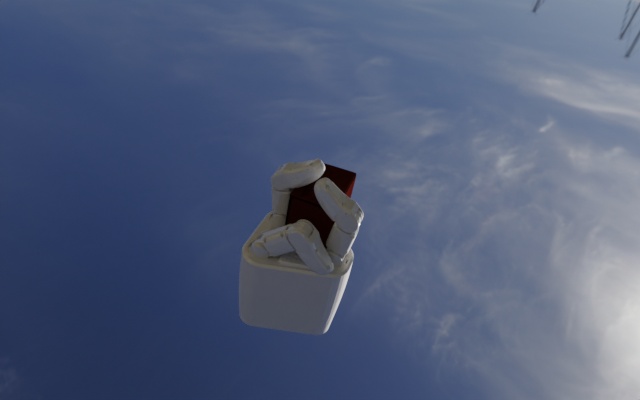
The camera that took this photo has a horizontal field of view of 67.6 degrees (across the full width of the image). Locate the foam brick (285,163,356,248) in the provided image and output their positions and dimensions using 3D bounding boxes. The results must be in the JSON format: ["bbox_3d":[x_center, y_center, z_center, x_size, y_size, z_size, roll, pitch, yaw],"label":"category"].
[{"bbox_3d":[0.000,0.002,0.519,0.053,0.051,0.078,19,38,10],"label":"foam brick"}]
